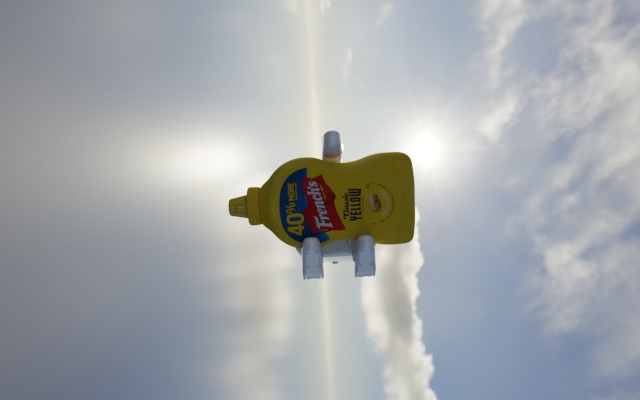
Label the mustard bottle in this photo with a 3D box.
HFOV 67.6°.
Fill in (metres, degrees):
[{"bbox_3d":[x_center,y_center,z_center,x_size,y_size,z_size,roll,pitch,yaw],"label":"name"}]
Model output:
[{"bbox_3d":[0.000,0.002,0.502,0.191,0.096,0.058,-3,11,0],"label":"mustard bottle"}]
